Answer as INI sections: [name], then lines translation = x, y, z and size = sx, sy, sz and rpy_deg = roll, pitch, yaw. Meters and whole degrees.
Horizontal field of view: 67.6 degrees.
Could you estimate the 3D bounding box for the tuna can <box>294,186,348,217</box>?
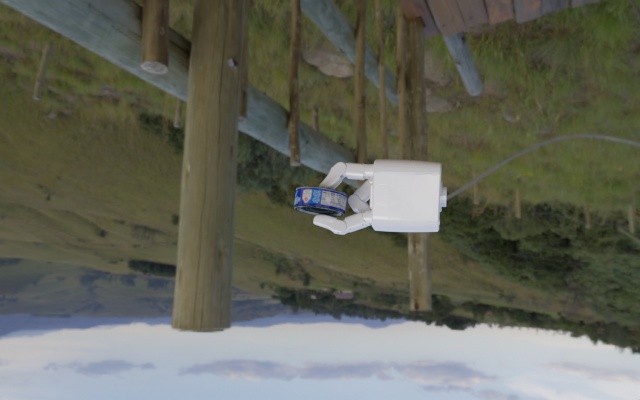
[tuna can]
translation = 0.000, 0.003, 0.783
size = 0.086, 0.033, 0.086
rpy_deg = 8, -10, 1
